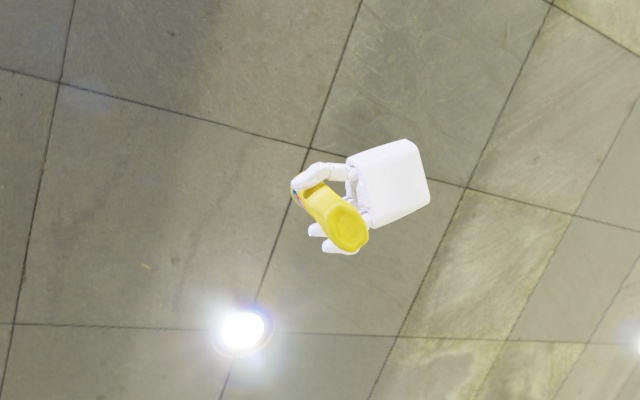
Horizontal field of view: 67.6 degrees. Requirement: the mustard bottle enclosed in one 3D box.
[{"bbox_3d":[0.000,0.003,0.754,0.096,0.058,0.191,50,-3,-35],"label":"mustard bottle"}]
